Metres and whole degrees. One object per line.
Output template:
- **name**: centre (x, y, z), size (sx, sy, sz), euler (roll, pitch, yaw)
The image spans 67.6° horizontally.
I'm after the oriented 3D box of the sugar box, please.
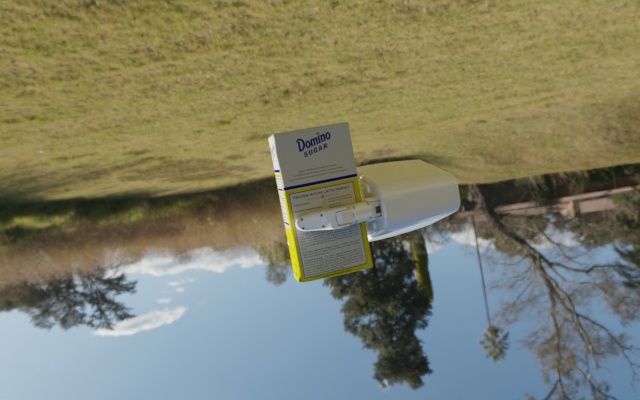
- **sugar box**: centre (0.000, 0.002, 0.570), size (0.093, 0.176, 0.048), euler (-11, 3, -14)
